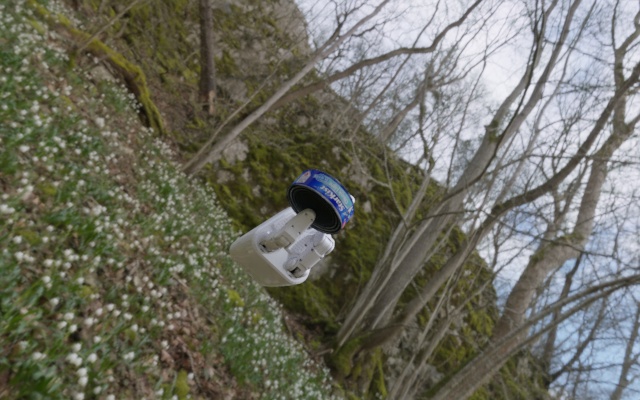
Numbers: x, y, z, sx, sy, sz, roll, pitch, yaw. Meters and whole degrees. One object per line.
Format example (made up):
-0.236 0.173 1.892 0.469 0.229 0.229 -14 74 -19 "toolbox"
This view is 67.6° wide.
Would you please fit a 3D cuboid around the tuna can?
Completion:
0.000 0.002 0.608 0.086 0.086 0.033 0 42 51 "tuna can"
